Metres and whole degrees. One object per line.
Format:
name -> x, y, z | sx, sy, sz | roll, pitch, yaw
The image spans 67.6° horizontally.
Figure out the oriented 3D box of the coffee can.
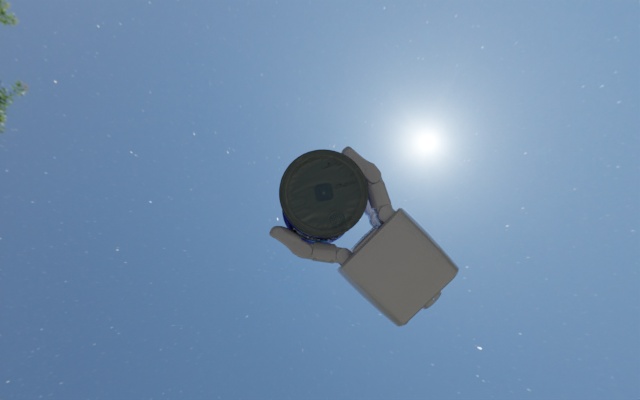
coffee can -> 0.000, 0.002, 0.612 | 0.103, 0.103, 0.140 | 0, -9, -3
